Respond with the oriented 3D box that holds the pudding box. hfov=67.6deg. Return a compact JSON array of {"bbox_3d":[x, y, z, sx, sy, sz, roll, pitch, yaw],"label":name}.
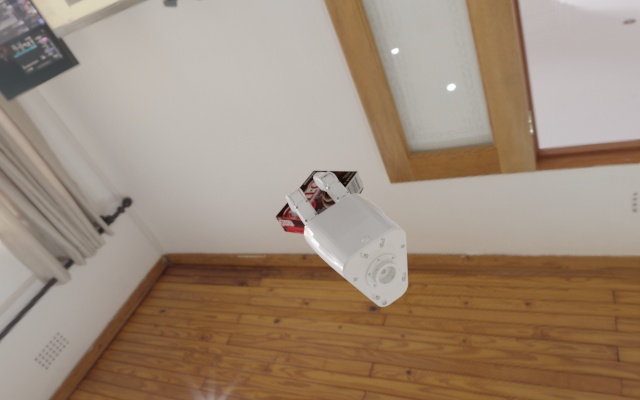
[{"bbox_3d":[0.000,0.002,0.719,0.090,0.039,0.113,5,43,40],"label":"pudding box"}]
